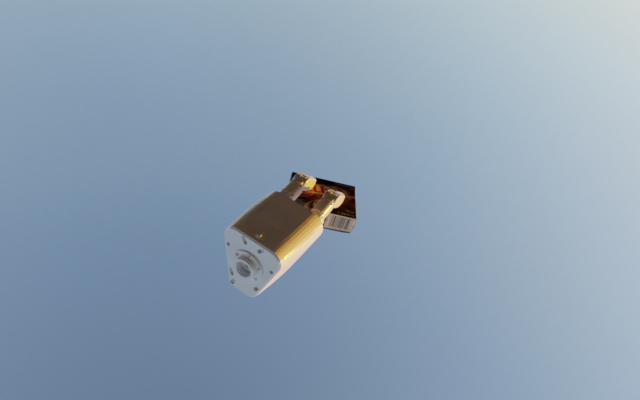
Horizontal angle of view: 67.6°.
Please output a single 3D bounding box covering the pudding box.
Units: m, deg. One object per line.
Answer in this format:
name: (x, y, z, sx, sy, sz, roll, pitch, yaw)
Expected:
pudding box: (0.000, 0.003, 0.775, 0.113, 0.039, 0.090, 14, 37, -8)
